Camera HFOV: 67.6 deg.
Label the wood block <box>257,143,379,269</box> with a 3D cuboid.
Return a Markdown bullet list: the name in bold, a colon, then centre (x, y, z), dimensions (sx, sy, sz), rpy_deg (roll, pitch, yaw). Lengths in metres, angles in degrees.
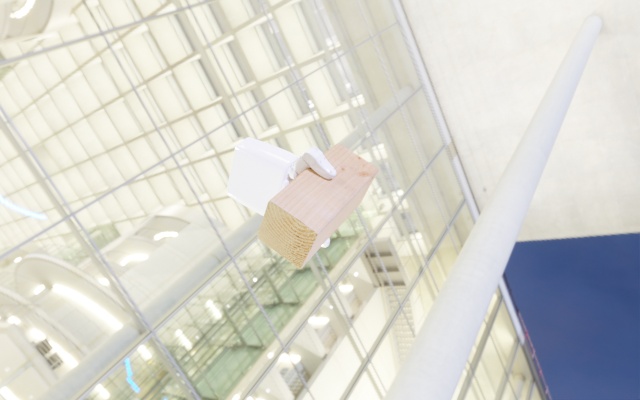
- **wood block**: centre (0.000, 0.002, 0.780), dimensions (0.090, 0.091, 0.206), rpy_deg (34, 44, 11)
